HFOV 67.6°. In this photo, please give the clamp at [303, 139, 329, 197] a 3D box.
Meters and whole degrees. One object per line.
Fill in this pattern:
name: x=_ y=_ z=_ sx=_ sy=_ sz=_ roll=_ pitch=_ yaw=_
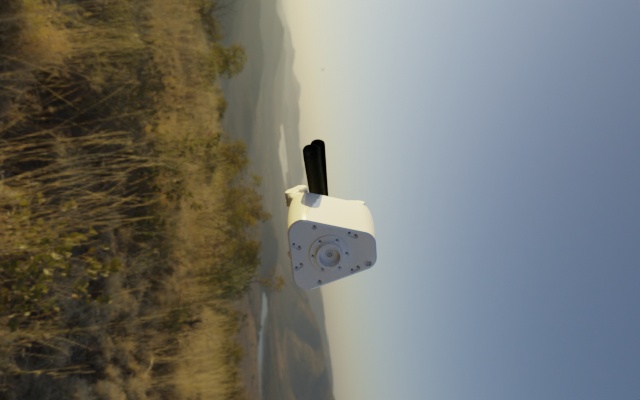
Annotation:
clamp: x=0.001 y=0.003 z=0.750 sx=0.036 sy=0.210 sz=0.164 roll=-4 pitch=17 yaw=5
